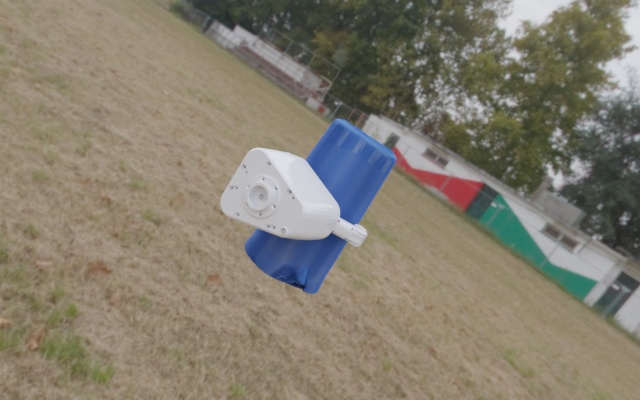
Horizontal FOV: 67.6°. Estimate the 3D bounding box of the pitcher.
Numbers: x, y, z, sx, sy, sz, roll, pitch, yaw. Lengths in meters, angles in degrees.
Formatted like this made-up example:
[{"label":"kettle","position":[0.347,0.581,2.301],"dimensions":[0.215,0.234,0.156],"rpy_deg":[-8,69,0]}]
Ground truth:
[{"label":"pitcher","position":[0.000,0.002,0.717],"dimensions":[0.149,0.243,0.145],"rpy_deg":[38,11,21]}]
